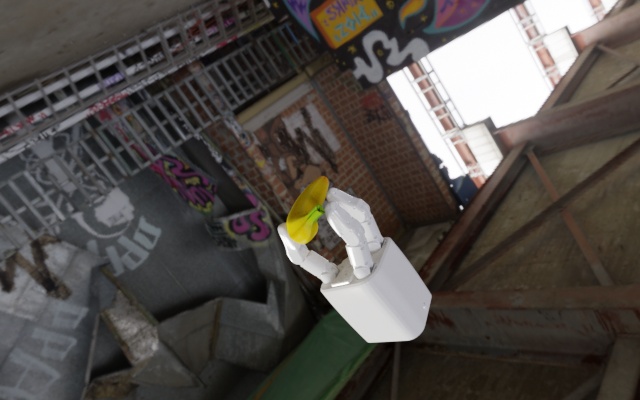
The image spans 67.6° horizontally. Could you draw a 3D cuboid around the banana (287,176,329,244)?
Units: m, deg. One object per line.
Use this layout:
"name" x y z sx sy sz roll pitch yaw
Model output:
"banana" -0.014 0.015 0.633 0.069 0.037 0.197 -41 11 10
